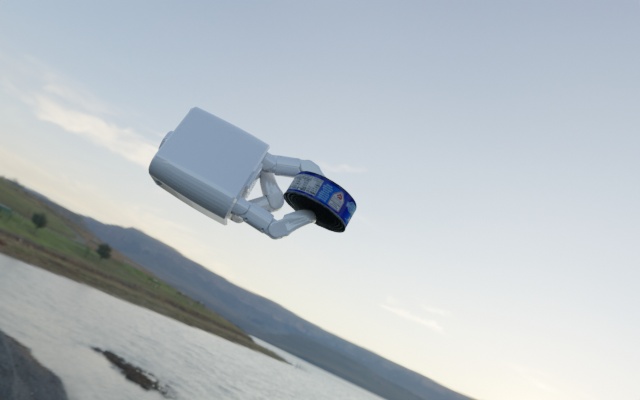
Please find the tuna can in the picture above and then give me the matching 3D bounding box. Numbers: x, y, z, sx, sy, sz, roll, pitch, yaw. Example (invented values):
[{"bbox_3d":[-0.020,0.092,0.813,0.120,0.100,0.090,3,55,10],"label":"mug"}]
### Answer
[{"bbox_3d":[0.000,0.001,0.575,0.086,0.033,0.086,28,-18,10],"label":"tuna can"}]
